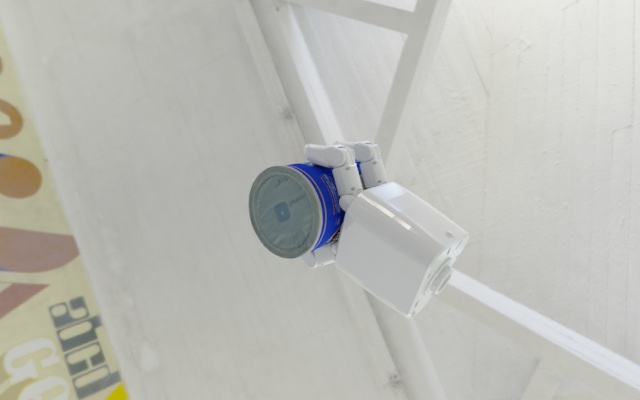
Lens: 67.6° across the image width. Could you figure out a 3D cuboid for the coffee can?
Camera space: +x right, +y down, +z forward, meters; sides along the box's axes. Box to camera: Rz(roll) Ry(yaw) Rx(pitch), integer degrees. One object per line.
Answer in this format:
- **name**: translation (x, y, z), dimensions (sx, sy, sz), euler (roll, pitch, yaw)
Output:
- **coffee can**: translation (0.000, 0.002, 0.568), dimensions (0.103, 0.103, 0.140), euler (0, 10, 38)
